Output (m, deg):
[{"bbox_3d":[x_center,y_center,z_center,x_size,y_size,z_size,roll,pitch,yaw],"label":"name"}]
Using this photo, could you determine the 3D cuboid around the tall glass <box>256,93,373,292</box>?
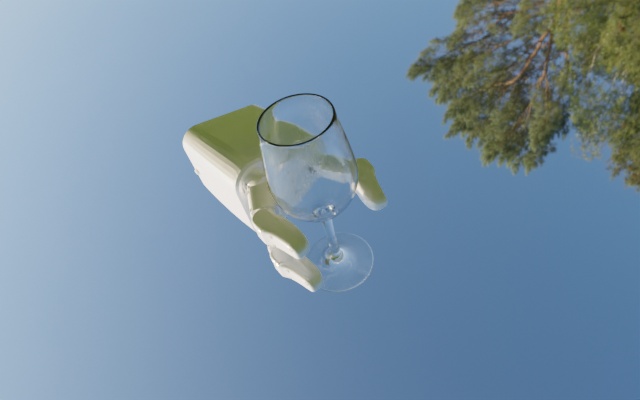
[{"bbox_3d":[0.000,0.002,0.435,0.079,0.079,0.201,0,-40,14],"label":"tall glass"}]
